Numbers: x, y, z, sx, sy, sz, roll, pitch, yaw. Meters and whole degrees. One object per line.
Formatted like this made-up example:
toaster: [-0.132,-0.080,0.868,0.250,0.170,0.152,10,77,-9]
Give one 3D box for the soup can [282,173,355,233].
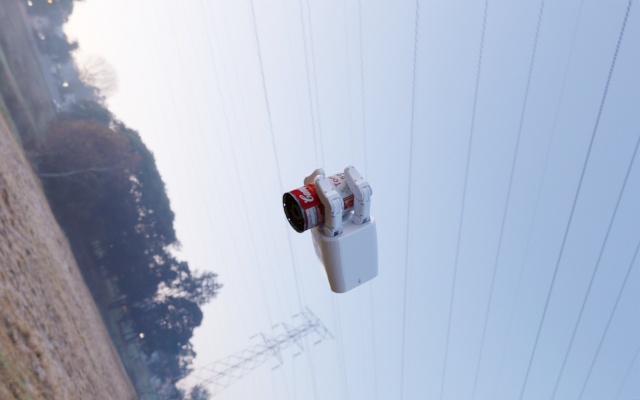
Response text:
soup can: [0.000,0.002,0.753,0.102,0.068,0.068,-22,10,-26]
